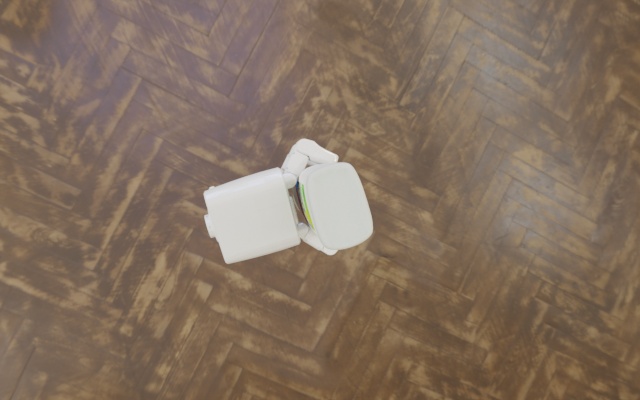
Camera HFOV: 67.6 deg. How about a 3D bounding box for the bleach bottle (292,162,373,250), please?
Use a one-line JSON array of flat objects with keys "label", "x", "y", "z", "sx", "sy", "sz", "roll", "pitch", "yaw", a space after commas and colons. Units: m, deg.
[{"label": "bleach bottle", "x": 0.000, "y": 0.002, "z": 0.664, "sx": 0.068, "sy": 0.102, "sz": 0.251, "roll": -17, "pitch": 4, "yaw": -9}]
